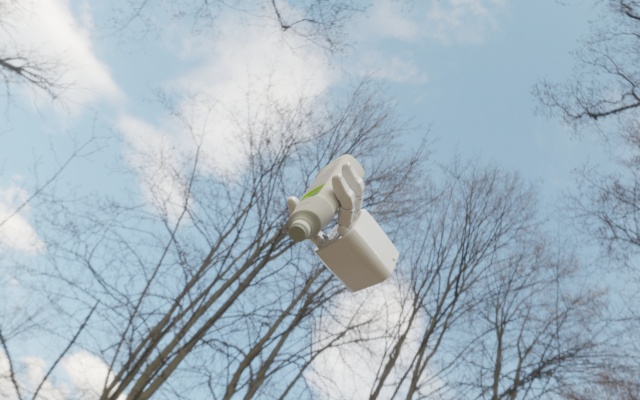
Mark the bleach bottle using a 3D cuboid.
[{"bbox_3d":[0.000,0.003,0.823,0.102,0.068,0.250,-37,8,31],"label":"bleach bottle"}]
